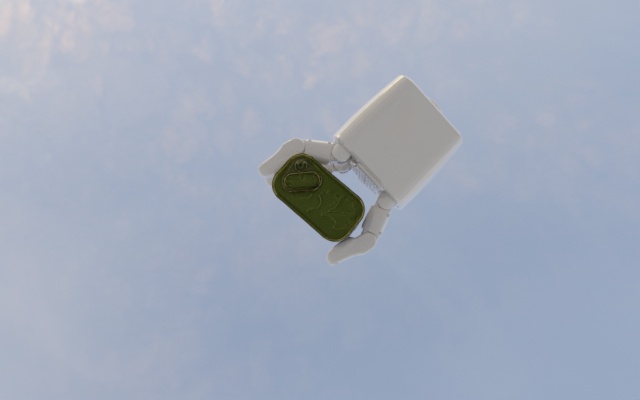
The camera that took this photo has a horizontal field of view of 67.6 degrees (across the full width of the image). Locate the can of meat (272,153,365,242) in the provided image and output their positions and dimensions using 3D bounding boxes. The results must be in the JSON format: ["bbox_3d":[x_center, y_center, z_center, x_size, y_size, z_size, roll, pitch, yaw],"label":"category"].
[{"bbox_3d":[0.000,0.002,0.540,0.102,0.057,0.084,40,-3,8],"label":"can of meat"}]
